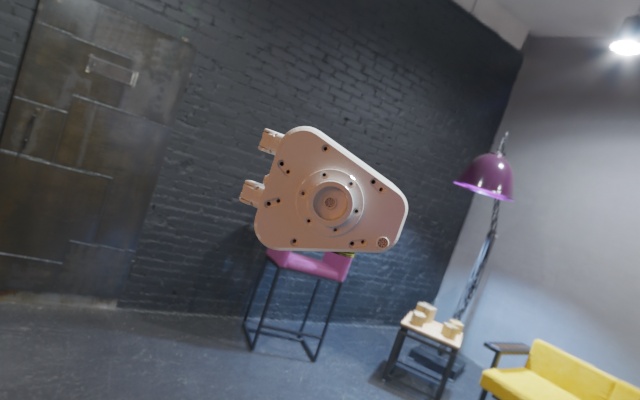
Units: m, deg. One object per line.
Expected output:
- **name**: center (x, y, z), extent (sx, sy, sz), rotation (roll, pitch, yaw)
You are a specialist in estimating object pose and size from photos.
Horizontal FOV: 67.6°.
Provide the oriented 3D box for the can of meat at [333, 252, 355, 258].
- **can of meat**: center (0.000, 0.001, 0.496), extent (0.102, 0.084, 0.057), rotation (19, 5, 1)
